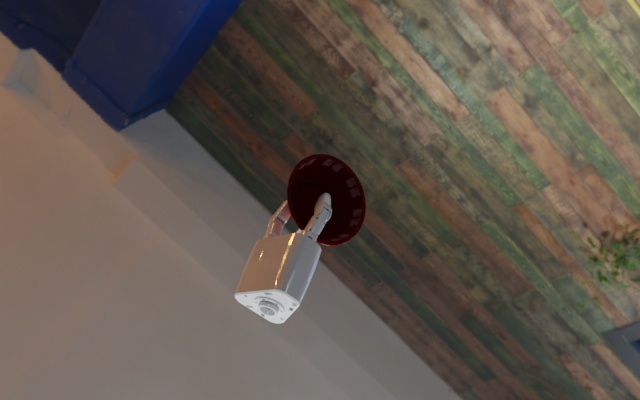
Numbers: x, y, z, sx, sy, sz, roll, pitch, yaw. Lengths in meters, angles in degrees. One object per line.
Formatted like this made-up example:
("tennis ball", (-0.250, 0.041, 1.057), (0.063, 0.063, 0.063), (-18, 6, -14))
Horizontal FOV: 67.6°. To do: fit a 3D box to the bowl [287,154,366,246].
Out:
("bowl", (0.001, 0.002, 0.839), (0.162, 0.162, 0.055), (0, -12, -33))
